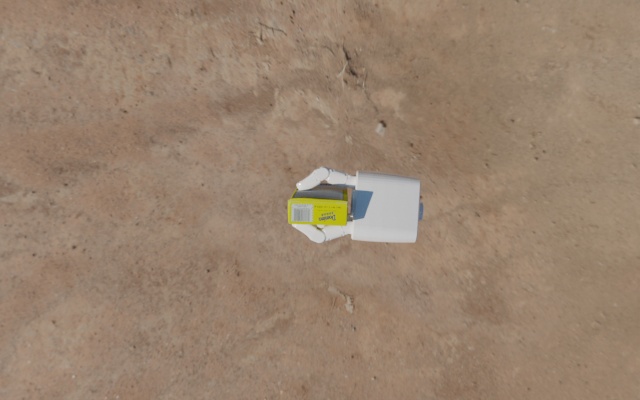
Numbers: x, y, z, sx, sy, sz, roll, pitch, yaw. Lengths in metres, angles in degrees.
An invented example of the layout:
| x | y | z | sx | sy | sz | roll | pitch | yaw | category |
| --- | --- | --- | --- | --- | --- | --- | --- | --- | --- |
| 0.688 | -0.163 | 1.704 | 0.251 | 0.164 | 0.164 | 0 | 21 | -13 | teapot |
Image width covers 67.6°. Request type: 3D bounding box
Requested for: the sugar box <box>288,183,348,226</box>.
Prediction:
| x | y | z | sx | sy | sz | roll | pitch | yaw | category |
| --- | --- | --- | --- | --- | --- | --- | --- | --- | --- |
| 0.000 | 0.003 | 0.813 | 0.093 | 0.048 | 0.176 | 3 | 8 | 3 | sugar box |
